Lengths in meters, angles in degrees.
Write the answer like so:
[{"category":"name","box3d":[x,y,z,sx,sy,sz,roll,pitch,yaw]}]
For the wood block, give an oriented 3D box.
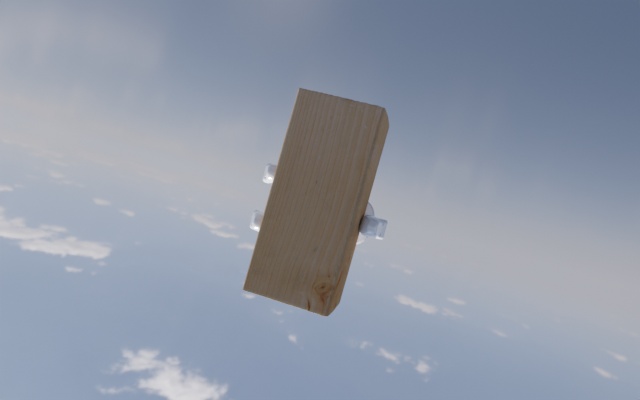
[{"category":"wood block","box3d":[0.000,0.002,0.500,0.091,0.206,0.090,15,0,11]}]
